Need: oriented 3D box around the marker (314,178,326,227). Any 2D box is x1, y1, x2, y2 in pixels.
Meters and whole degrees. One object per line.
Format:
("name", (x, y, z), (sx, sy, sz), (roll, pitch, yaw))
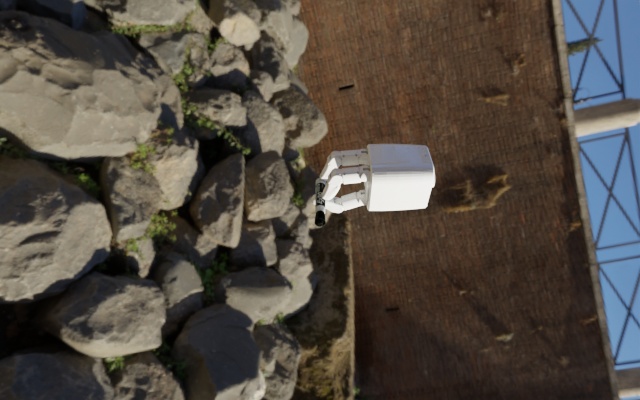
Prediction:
("marker", (0.000, 0.003, 0.831), (0.020, 0.020, 0.121), (0, 38, 1))
